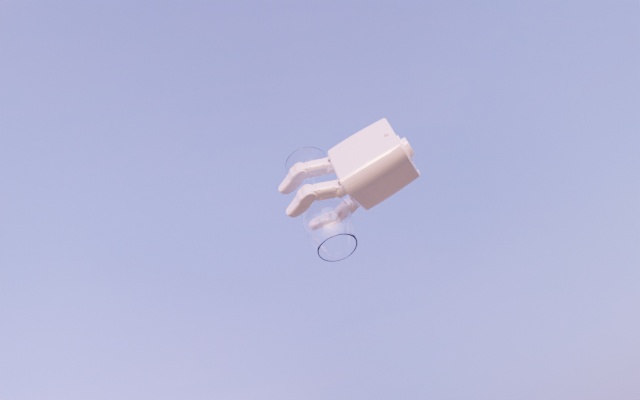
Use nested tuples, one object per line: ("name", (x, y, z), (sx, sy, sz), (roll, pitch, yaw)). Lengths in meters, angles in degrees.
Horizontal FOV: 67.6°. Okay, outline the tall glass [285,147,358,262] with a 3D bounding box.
("tall glass", (0.000, 0.002, 0.771), (0.079, 0.079, 0.201), (0, 43, -20))
